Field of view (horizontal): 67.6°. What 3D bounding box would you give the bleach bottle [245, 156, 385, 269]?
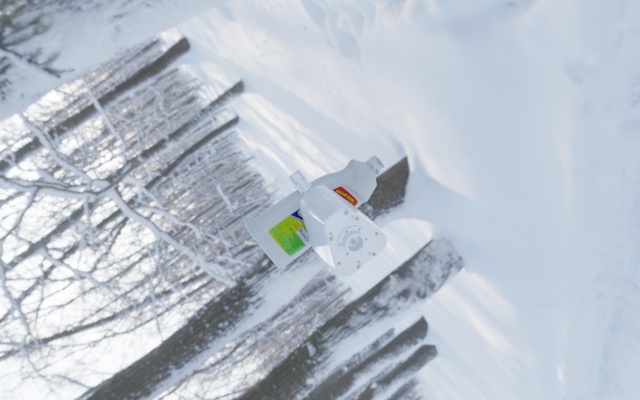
[{"bbox_3d":[0.000,0.003,0.821,0.251,0.103,0.068,-38,26,-5],"label":"bleach bottle"}]
